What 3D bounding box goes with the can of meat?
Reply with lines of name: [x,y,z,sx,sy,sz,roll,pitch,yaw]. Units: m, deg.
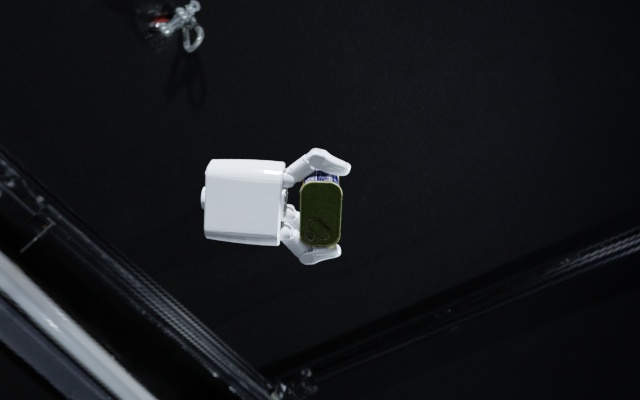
can of meat: [0.000,0.002,0.691,0.057,0.102,0.084,1,27,0]
